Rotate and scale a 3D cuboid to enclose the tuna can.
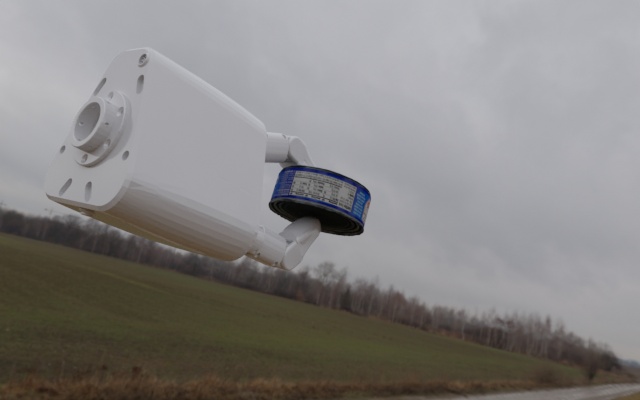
[{"bbox_3d":[0.000,0.001,0.417,0.086,0.033,0.086,15,-16,4],"label":"tuna can"}]
